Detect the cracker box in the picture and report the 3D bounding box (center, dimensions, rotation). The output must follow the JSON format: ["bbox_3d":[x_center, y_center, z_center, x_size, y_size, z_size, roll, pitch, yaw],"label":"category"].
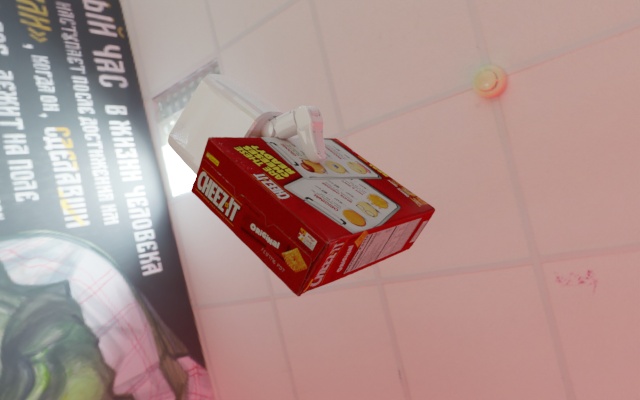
[{"bbox_3d":[0.000,0.001,0.507,0.164,0.072,0.213,39,28,26],"label":"cracker box"}]
